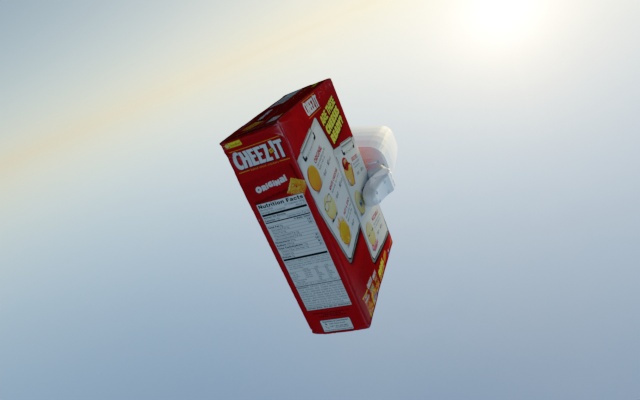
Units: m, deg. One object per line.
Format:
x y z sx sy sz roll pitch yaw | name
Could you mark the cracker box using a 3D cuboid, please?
0.000 0.002 0.493 0.072 0.214 0.164 -15 20 24 | cracker box
